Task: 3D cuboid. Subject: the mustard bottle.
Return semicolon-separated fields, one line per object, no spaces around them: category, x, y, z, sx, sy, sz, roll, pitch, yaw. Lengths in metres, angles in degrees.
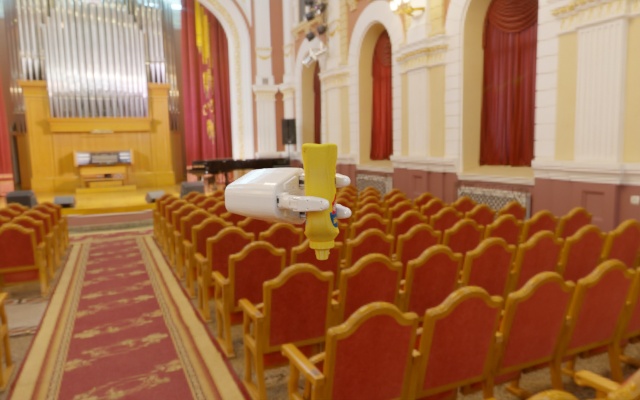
mustard bottle;0.000;0.002;0.783;0.058;0.191;0.096;-1;7;4
